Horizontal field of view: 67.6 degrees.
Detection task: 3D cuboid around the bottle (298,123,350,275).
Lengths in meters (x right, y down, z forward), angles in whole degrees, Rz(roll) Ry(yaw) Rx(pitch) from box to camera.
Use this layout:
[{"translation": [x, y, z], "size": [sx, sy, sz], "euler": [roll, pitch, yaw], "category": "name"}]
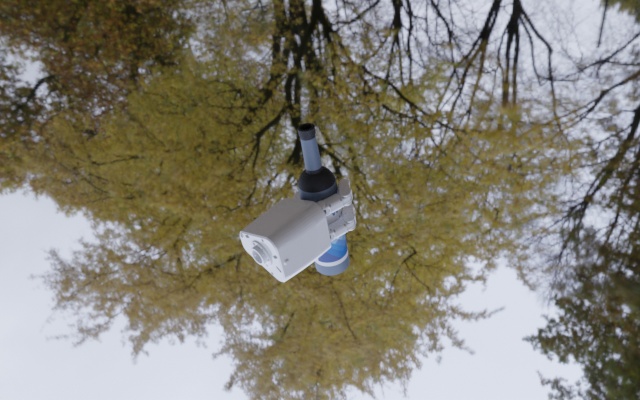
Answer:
[{"translation": [0.000, 0.003, 0.832], "size": [0.069, 0.296, 0.069], "euler": [-7, 36, 5], "category": "bottle"}]
